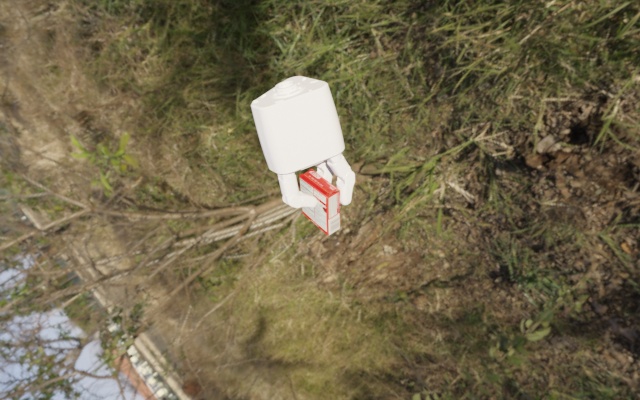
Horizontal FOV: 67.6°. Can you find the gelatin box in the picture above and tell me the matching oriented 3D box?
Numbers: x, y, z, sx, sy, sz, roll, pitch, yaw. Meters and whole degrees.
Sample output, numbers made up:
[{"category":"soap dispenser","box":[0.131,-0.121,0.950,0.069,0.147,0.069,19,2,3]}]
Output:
[{"category":"gelatin box","box":[0.000,0.003,0.790,0.030,0.089,0.073,-29,48,-27]}]
